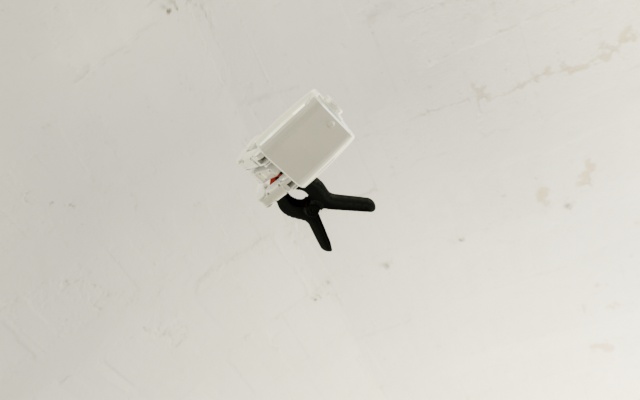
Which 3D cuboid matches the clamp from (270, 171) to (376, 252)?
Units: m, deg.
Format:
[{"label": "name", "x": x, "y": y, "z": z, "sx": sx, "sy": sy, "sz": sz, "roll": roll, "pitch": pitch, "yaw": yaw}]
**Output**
[{"label": "clamp", "x": 0.000, "y": 0.002, "z": 0.746, "sx": 0.171, "sy": 0.120, "sz": 0.039, "roll": 41, "pitch": 17, "yaw": -30}]
